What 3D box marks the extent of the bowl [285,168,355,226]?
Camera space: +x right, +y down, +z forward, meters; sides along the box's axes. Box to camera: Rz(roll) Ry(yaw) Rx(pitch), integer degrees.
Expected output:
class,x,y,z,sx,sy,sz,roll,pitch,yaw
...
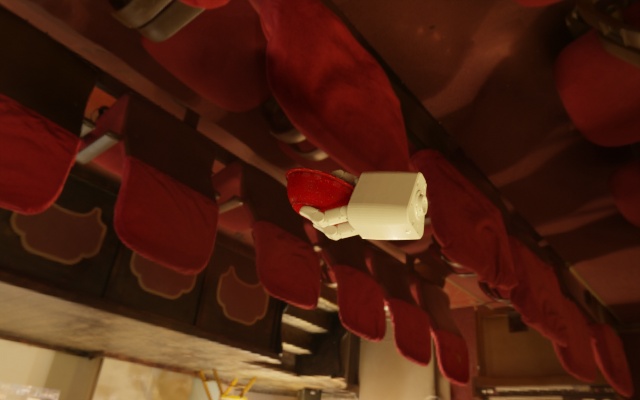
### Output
class,x,y,z,sx,sy,sz,roll,pitch,yaw
bowl,-0.001,0.003,0.888,0.162,0.055,0.162,20,-19,7
